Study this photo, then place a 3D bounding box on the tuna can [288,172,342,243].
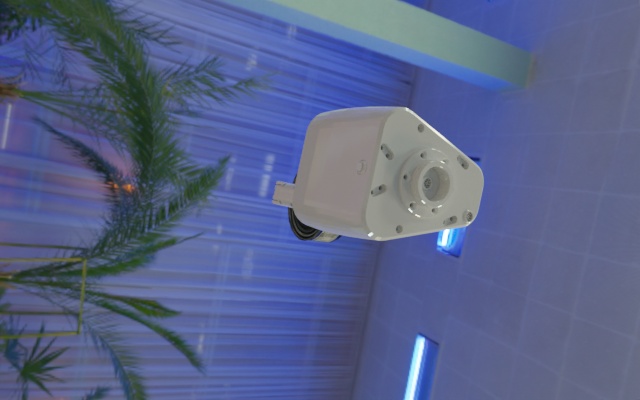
[{"bbox_3d":[0.001,0.002,0.509,0.034,0.086,0.086,9,-5,-31],"label":"tuna can"}]
